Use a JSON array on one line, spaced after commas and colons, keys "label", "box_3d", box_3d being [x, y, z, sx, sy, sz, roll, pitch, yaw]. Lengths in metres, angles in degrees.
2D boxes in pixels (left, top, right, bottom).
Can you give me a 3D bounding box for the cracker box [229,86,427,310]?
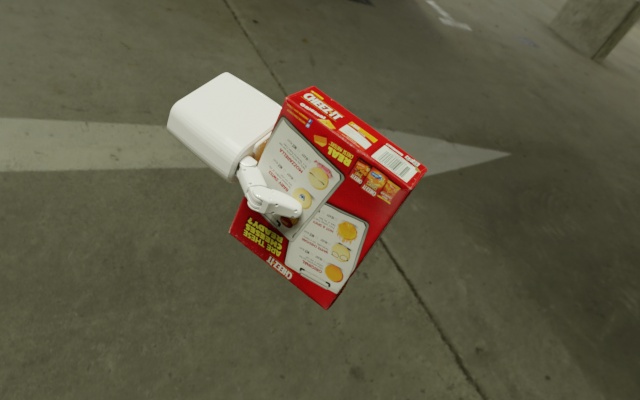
[{"label": "cracker box", "box_3d": [0.000, 0.002, 0.566, 0.164, 0.214, 0.072, 37, 38, 11]}]
